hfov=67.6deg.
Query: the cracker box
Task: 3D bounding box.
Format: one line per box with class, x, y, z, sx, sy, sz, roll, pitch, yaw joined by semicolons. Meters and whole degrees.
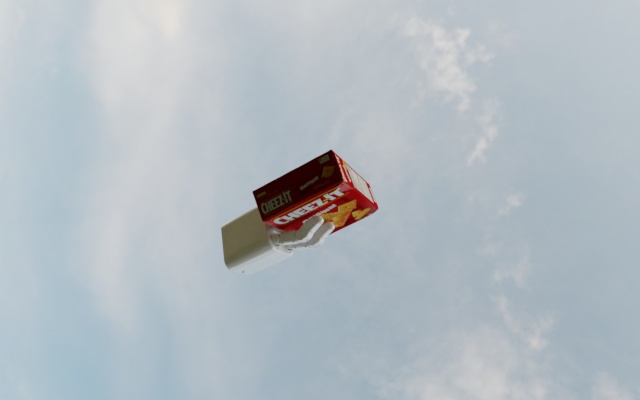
cracker box;0.000;0.003;0.898;0.164;0.072;0.214;-27;-23;15
